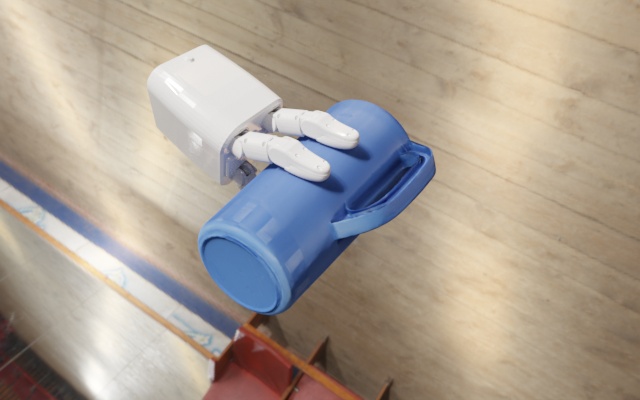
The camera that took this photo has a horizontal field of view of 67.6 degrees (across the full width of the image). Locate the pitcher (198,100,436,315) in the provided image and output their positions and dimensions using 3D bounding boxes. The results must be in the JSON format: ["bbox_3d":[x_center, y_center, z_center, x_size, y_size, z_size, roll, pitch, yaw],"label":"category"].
[{"bbox_3d":[0.000,0.002,0.495,0.242,0.145,0.149,-45,-7,-41],"label":"pitcher"}]
